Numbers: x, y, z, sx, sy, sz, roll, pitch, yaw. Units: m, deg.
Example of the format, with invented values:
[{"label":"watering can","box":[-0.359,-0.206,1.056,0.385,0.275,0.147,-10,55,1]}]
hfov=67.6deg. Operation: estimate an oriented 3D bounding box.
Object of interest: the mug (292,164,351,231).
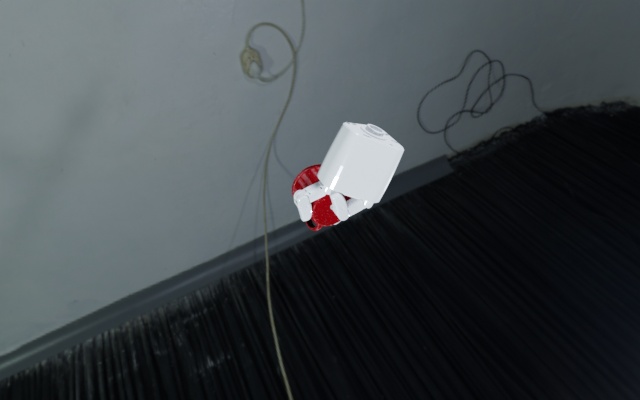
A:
[{"label":"mug","box":[0.000,0.004,0.880,0.093,0.117,0.081,7,29,-33]}]
